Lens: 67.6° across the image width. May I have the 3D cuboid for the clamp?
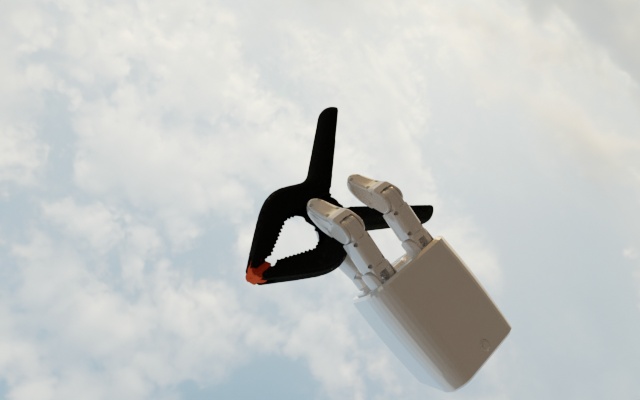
[{"bbox_3d":[0.000,0.002,0.476,0.210,0.164,0.036,-34,-9,-31],"label":"clamp"}]
